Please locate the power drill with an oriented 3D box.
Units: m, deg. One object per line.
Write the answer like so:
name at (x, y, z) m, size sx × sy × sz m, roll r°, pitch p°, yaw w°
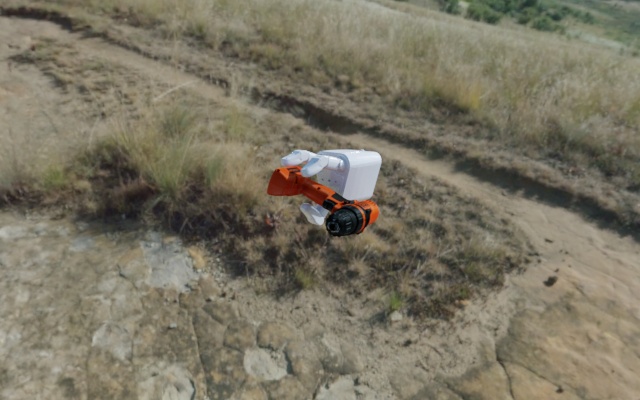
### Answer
power drill at (0.000, 0.003, 0.856) m, size 0.187 × 0.057 × 0.184 m, roll 29°, pitch 15°, yaw 19°
